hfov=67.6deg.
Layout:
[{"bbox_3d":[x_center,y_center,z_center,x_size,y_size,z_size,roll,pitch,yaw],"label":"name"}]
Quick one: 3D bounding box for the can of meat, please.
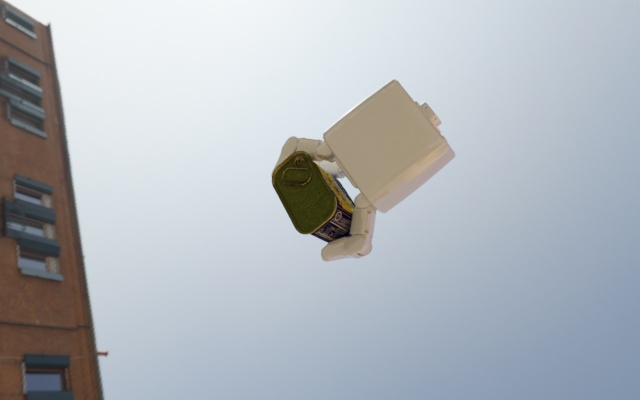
[{"bbox_3d":[0.000,0.002,0.565,0.057,0.102,0.084,-40,-34,13],"label":"can of meat"}]
